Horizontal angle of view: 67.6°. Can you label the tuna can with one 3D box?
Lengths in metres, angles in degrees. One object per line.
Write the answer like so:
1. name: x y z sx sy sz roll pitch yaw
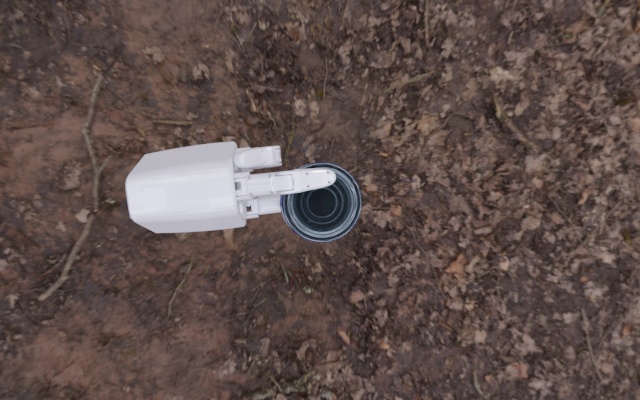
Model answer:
1. tuna can: 0.000 0.002 0.510 0.086 0.086 0.034 0 2 -8
